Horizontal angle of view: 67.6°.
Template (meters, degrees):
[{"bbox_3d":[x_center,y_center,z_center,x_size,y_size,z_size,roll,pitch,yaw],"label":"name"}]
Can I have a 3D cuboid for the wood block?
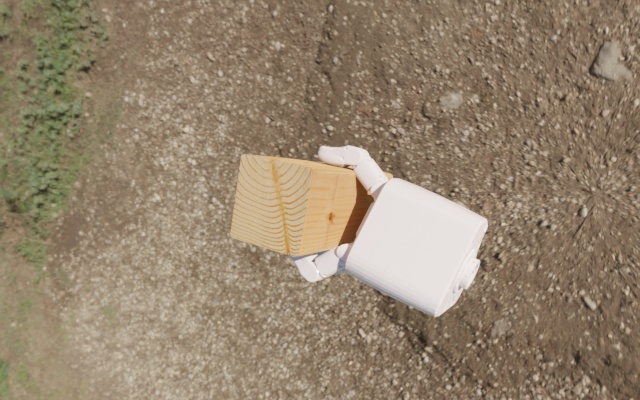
[{"bbox_3d":[0.000,0.002,0.563,0.090,0.091,0.206,13,7,29],"label":"wood block"}]
